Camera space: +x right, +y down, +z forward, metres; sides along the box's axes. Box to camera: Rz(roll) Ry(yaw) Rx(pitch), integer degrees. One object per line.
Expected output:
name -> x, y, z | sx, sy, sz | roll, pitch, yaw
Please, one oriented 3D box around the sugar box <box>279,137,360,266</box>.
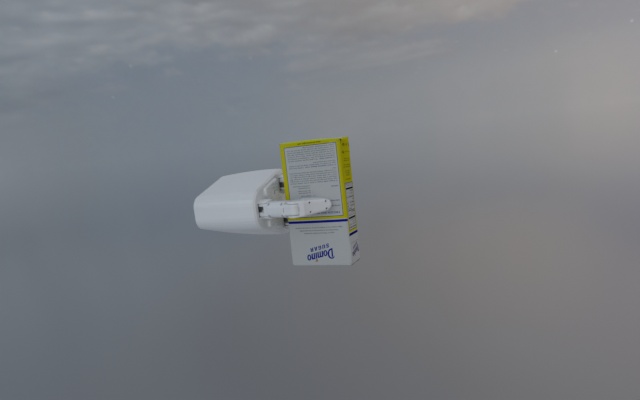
sugar box -> 0.000, 0.002, 0.674 | 0.093, 0.176, 0.048 | -3, 9, 23
